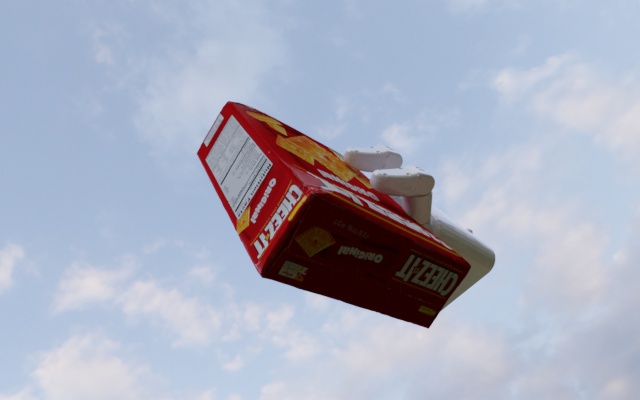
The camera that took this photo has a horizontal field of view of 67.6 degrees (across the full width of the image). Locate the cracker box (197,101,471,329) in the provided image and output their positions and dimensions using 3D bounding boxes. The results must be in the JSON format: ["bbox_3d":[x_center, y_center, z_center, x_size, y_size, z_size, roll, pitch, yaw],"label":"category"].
[{"bbox_3d":[0.000,0.001,0.411,0.164,0.072,0.213,24,13,-33],"label":"cracker box"}]
